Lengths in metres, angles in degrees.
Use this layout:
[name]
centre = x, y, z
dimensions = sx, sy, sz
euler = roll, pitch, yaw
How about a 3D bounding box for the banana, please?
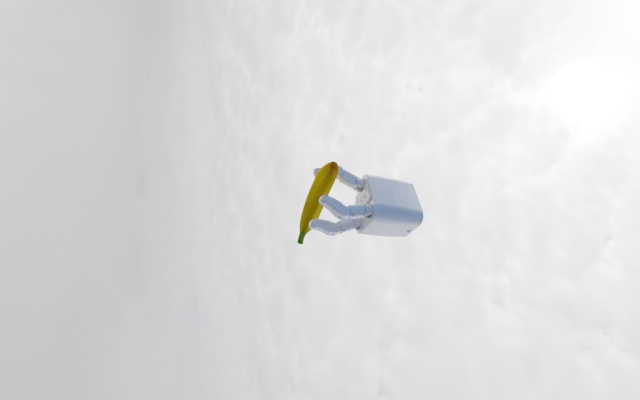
[banana]
centre = -0.003, -0.006, 0.912
dimensions = 0.037, 0.198, 0.069
euler = 11, 36, -14
